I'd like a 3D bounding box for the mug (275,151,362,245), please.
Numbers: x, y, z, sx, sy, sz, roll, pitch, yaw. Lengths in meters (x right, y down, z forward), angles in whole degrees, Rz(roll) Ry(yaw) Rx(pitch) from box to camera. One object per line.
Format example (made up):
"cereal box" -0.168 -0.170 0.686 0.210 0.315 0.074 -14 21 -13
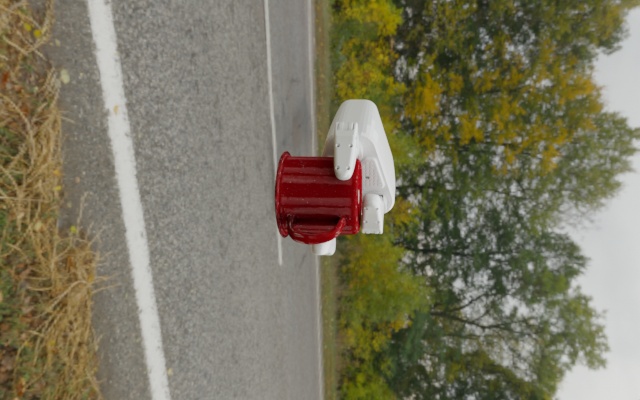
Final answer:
"mug" 0.000 0.002 0.497 0.081 0.093 0.117 2 36 8
